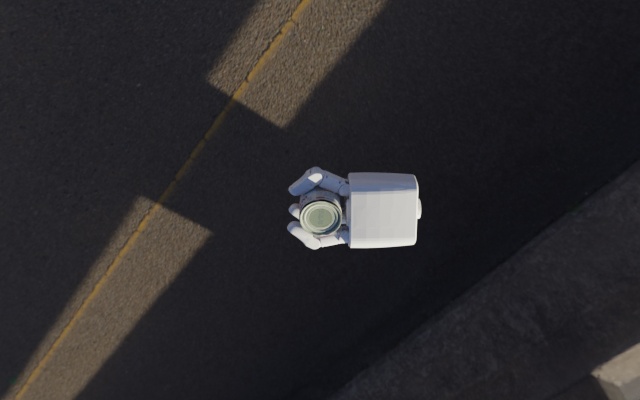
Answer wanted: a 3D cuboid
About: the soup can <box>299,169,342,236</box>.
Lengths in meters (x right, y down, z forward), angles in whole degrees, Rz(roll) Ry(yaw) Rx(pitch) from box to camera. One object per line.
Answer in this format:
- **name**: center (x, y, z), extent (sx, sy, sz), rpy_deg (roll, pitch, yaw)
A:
- **soup can**: center (0.000, 0.003, 0.766), extent (0.068, 0.068, 0.102), rpy_deg (0, 31, -1)
